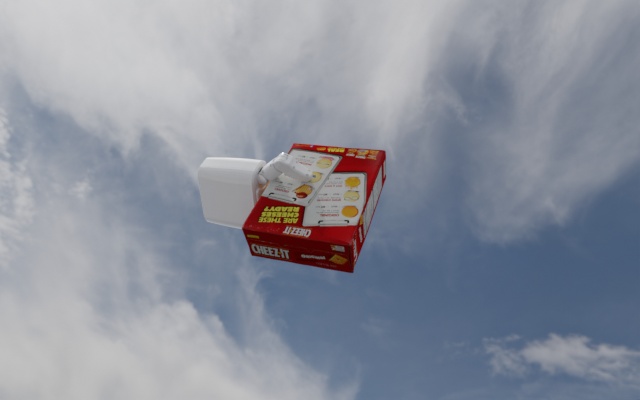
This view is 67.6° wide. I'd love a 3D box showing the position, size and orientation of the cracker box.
[{"bbox_3d":[0.000,0.002,0.743,0.164,0.072,0.213,7,44,18],"label":"cracker box"}]
